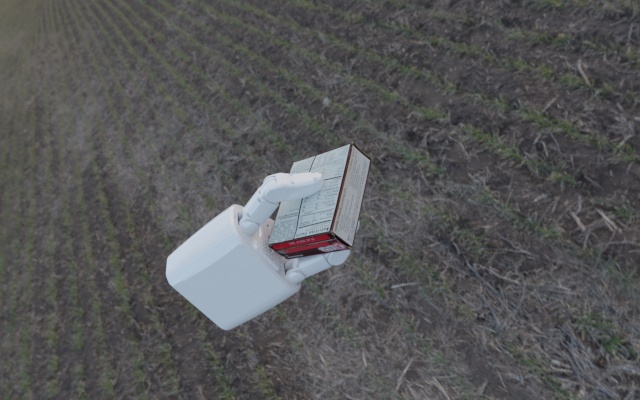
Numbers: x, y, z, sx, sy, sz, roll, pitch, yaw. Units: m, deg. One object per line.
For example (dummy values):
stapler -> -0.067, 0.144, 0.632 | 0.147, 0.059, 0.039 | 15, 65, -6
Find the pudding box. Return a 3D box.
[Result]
pudding box -> 0.000, 0.002, 0.499 | 0.090, 0.113, 0.039 | -14, -39, 40
